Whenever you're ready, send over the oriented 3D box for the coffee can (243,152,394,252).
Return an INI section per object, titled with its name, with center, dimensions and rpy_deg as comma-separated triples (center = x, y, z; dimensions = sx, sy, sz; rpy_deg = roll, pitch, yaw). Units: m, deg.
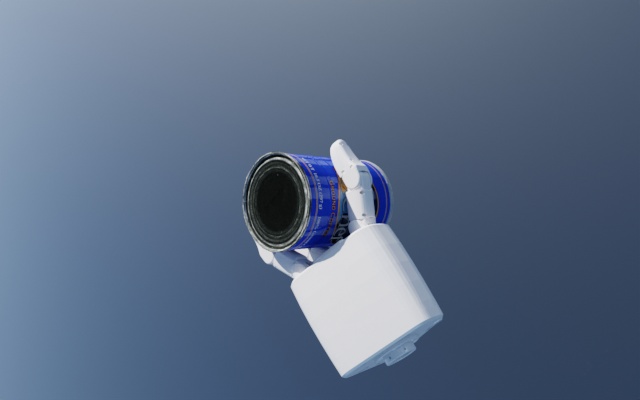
[coffee can]
center = 0.000, 0.002, 0.534
dimensions = 0.103, 0.103, 0.140
rpy_deg = 0, 0, 43
